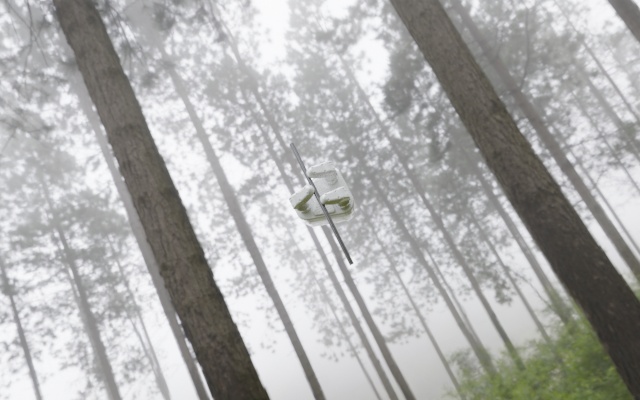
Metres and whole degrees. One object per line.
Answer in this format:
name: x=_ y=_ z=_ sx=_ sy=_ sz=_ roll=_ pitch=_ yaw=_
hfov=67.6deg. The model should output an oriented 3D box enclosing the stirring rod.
stirring rod: x=0.000 y=0.003 z=0.828 sx=0.011 sy=0.239 sz=0.011 roll=-25 pitch=-14 yaw=-7
